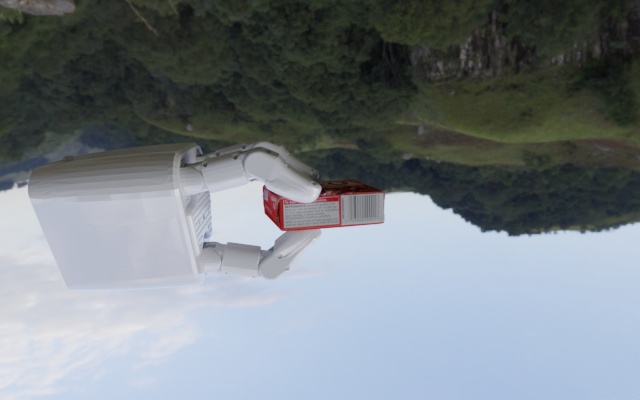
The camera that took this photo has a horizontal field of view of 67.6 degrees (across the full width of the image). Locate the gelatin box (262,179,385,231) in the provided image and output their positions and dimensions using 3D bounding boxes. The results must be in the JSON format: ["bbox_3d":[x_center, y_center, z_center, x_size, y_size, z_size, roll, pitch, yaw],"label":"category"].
[{"bbox_3d":[0.000,0.002,0.404,0.089,0.030,0.073,-3,10,-15],"label":"gelatin box"}]
